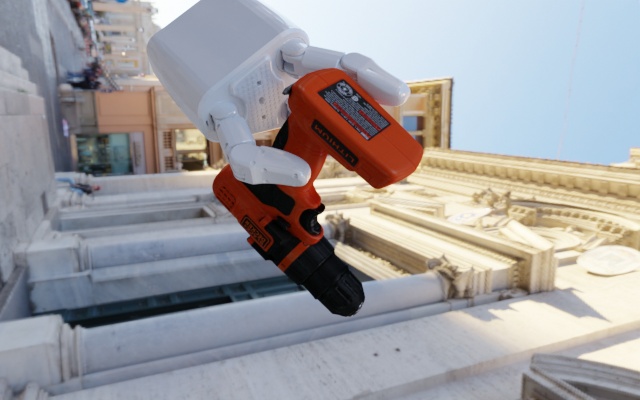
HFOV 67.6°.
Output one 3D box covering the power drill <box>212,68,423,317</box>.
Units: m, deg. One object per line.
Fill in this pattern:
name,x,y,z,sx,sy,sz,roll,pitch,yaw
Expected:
power drill,0.000,0.001,0.400,0.057,0.184,0.188,-42,-6,-45
